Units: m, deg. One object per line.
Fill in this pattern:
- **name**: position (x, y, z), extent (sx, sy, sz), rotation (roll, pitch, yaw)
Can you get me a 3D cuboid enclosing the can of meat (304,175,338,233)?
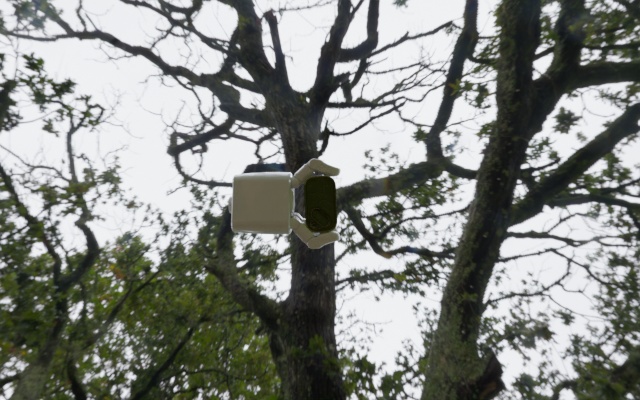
- **can of meat**: position (0.000, 0.003, 0.889), extent (0.057, 0.102, 0.084), rotation (-3, 6, 0)
